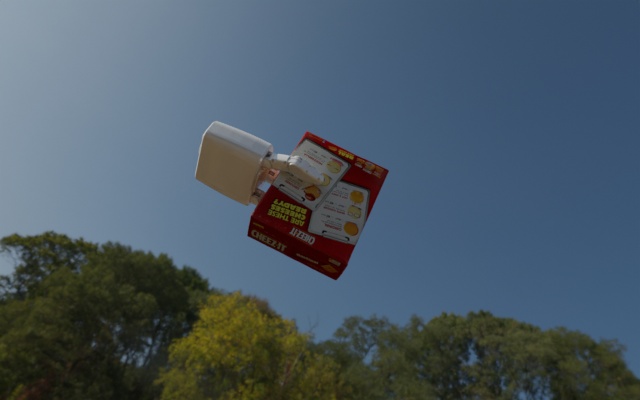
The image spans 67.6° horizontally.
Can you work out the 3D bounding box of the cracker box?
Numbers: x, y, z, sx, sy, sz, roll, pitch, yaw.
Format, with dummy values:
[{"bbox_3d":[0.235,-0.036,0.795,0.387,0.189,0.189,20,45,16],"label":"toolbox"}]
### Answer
[{"bbox_3d":[0.000,0.002,0.795,0.164,0.213,0.072,26,-37,3],"label":"cracker box"}]
